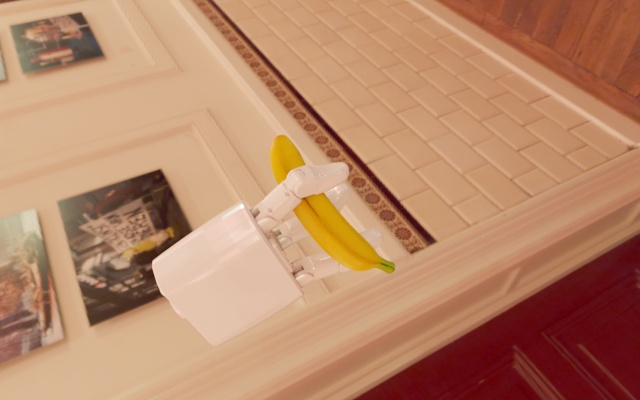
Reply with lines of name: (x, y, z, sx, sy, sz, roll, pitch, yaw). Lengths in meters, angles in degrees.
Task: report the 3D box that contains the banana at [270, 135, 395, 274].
banana: (-0.005, 0.002, 0.484, 0.037, 0.197, 0.069, -43, -20, 14)
